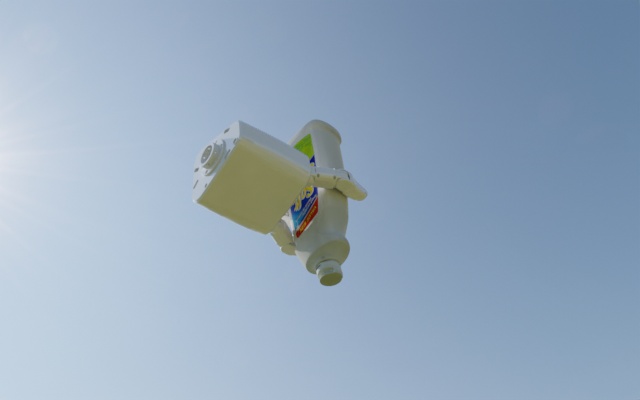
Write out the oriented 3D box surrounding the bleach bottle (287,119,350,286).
[{"bbox_3d":[0.000,0.002,0.660,0.068,0.250,0.102,28,-56,-34],"label":"bleach bottle"}]
